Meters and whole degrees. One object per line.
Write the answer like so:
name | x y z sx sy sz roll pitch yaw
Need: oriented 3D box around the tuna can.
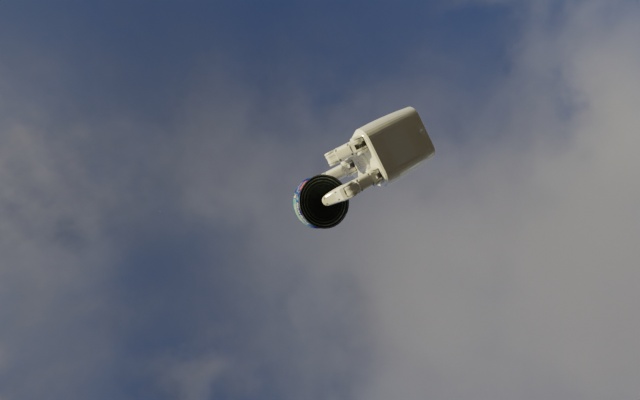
tuna can | 0.000 0.003 0.761 0.086 0.086 0.034 0 -4 -24
